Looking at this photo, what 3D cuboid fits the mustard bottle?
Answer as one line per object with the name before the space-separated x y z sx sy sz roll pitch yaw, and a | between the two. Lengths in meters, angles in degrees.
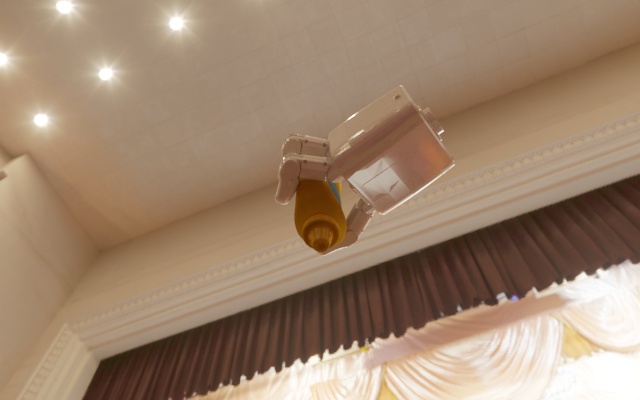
mustard bottle | 0.000 0.002 0.583 0.058 0.096 0.191 -12 28 5
